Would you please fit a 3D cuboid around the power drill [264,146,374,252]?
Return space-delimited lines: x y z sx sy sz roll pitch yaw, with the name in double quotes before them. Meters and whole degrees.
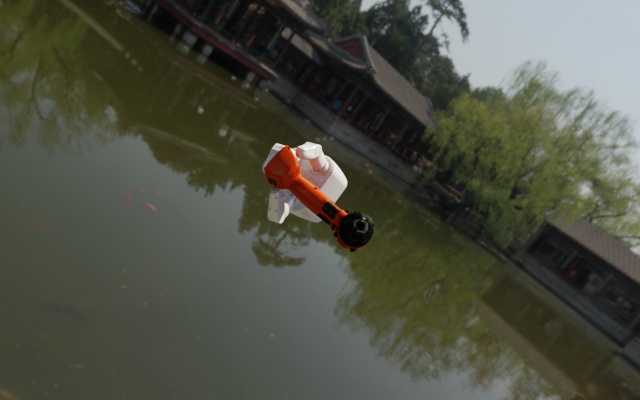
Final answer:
"power drill" 0.000 0.002 0.722 0.187 0.057 0.184 43 -9 5
